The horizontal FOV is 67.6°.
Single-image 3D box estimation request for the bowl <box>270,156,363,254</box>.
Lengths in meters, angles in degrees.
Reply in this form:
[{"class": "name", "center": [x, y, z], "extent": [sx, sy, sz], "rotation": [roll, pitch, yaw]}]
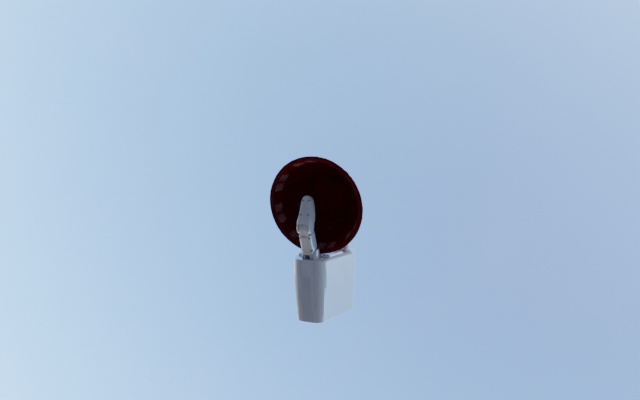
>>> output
[{"class": "bowl", "center": [0.001, 0.001, 0.782], "extent": [0.162, 0.162, 0.055], "rotation": [0, 16, 24]}]
